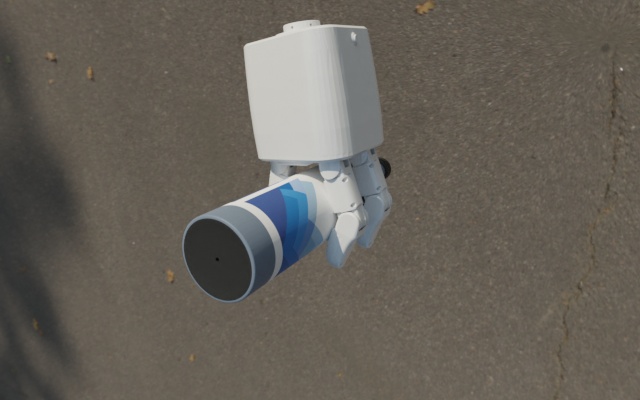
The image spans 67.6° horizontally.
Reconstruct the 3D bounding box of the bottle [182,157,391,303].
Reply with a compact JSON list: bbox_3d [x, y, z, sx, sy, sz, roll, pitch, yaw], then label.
[{"bbox_3d":[0.000,0.002,0.454,0.069,0.069,0.295,0,16,31],"label":"bottle"}]
